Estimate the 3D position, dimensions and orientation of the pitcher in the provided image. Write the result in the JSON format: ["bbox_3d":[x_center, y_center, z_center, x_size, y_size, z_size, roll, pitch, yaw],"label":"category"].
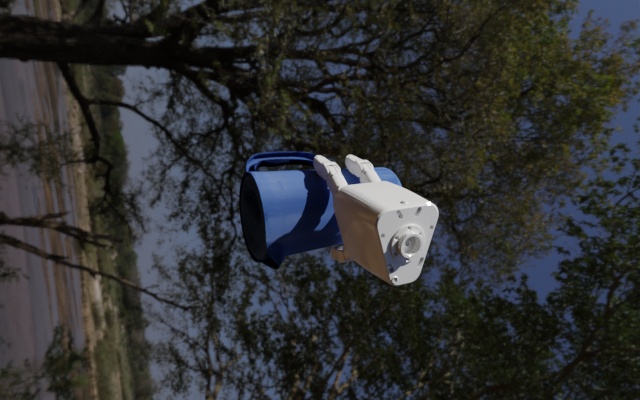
[{"bbox_3d":[0.000,0.003,0.741,0.243,0.149,0.145,-7,16,-24],"label":"pitcher"}]
